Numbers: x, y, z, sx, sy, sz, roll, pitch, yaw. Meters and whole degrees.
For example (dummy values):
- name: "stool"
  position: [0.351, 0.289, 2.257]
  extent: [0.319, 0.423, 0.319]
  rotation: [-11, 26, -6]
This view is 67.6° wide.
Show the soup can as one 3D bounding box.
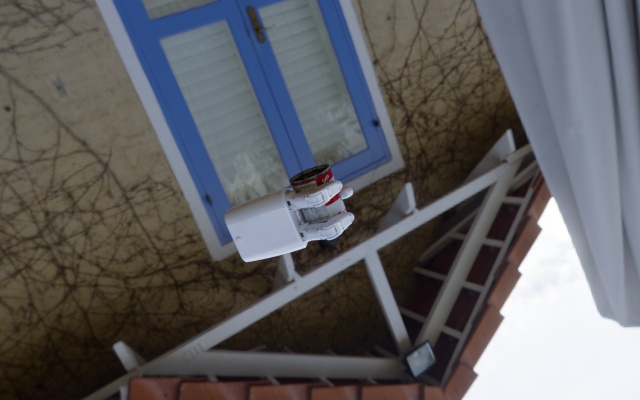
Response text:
- name: "soup can"
  position: [0.001, 0.003, 0.759]
  extent: [0.068, 0.102, 0.068]
  rotation: [-20, 15, 6]
